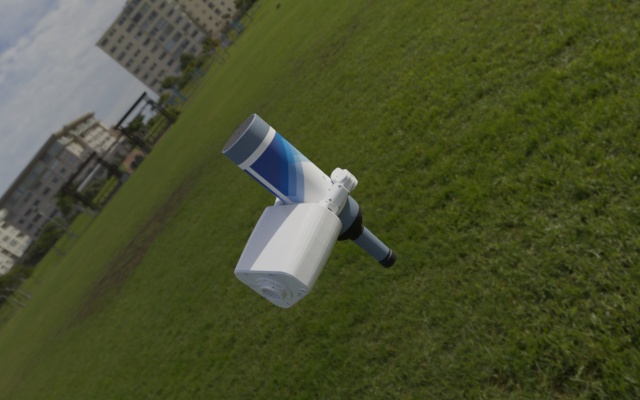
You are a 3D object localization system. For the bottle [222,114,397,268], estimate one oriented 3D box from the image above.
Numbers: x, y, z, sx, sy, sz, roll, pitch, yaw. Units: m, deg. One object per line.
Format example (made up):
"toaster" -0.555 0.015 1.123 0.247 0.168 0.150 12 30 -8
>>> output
"bottle" 0.000 0.002 0.665 0.296 0.069 0.069 40 -17 -21
